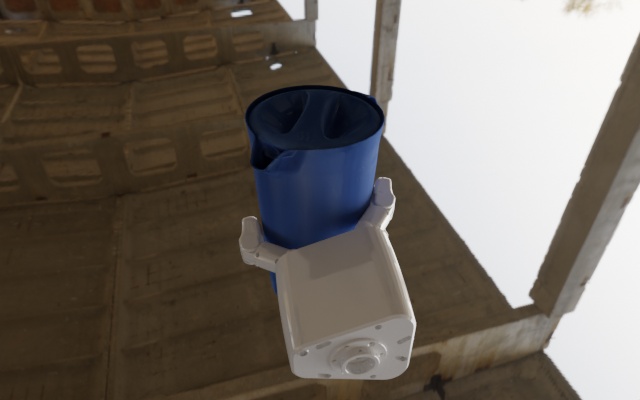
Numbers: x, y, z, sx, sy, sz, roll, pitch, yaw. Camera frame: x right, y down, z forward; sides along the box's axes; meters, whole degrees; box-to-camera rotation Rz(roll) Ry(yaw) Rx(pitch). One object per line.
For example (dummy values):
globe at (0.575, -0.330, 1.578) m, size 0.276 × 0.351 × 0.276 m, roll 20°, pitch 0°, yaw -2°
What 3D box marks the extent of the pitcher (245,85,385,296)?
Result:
pitcher at (0.000, 0.002, 0.533) m, size 0.149 × 0.243 × 0.145 m, roll -5°, pitch 39°, yaw -8°
